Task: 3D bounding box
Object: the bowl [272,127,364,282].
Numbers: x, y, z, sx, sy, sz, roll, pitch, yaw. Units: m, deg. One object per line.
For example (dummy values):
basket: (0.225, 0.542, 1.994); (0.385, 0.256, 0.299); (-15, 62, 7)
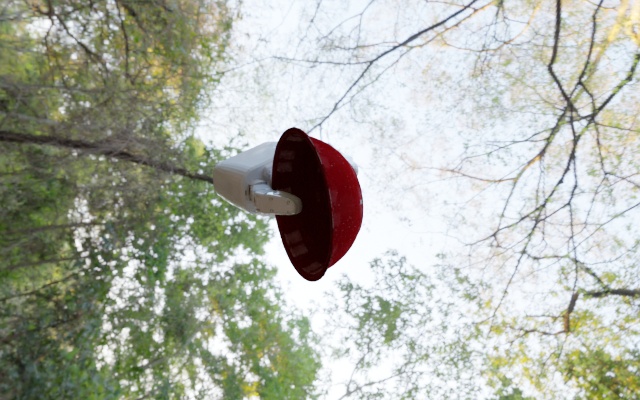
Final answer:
bowl: (0.001, 0.002, 0.506); (0.055, 0.162, 0.162); (-8, 3, -23)
